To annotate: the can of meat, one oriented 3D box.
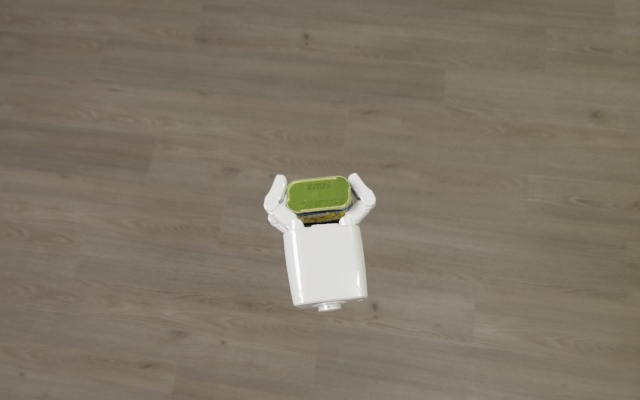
[{"bbox_3d":[0.000,0.002,0.734,0.102,0.057,0.084,-6,-17,3],"label":"can of meat"}]
